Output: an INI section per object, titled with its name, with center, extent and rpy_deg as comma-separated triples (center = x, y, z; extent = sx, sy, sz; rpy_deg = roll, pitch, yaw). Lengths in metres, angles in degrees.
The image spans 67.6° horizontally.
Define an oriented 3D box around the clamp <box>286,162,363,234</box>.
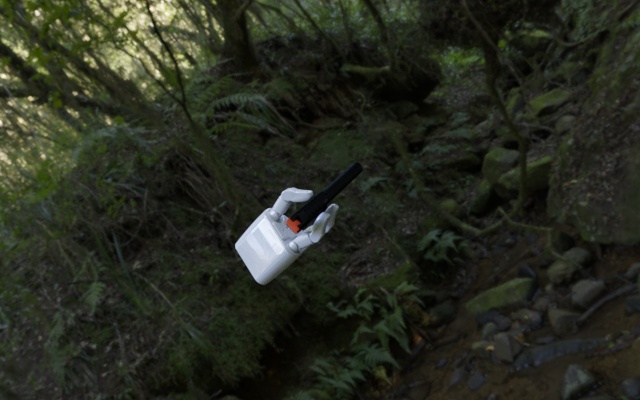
[clamp]
center = -0.001, 0.003, 0.893
extent = 0.165, 0.036, 0.210
rpy_deg = -47, -4, 25
